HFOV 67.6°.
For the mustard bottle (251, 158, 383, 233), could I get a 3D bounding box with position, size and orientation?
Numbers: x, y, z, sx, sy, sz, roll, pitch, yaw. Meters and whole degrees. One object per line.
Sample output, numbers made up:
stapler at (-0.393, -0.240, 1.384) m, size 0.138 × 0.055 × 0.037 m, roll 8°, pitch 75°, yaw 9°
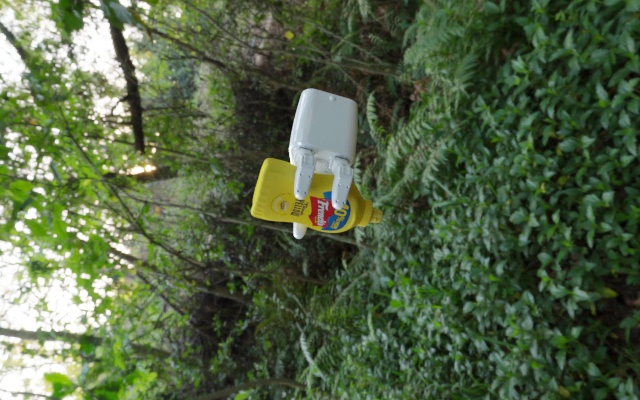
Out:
mustard bottle at (0.000, 0.003, 0.705) m, size 0.191 × 0.096 × 0.058 m, roll 13°, pitch 39°, yaw -11°
